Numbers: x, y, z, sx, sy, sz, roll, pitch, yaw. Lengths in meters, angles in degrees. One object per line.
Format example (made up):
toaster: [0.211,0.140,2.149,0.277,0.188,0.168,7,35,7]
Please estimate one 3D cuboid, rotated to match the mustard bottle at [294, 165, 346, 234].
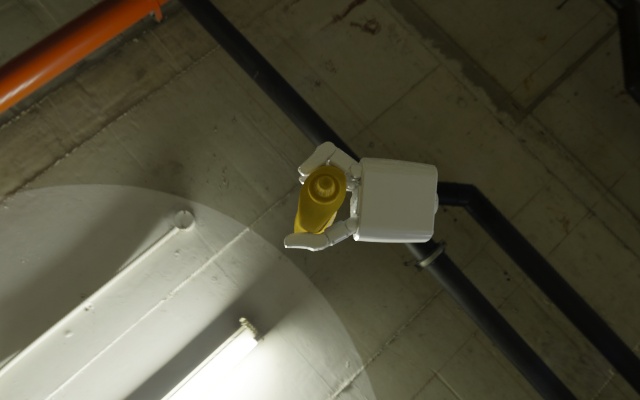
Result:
mustard bottle: [0.000,0.002,0.675,0.058,0.096,0.192,29,-15,3]
